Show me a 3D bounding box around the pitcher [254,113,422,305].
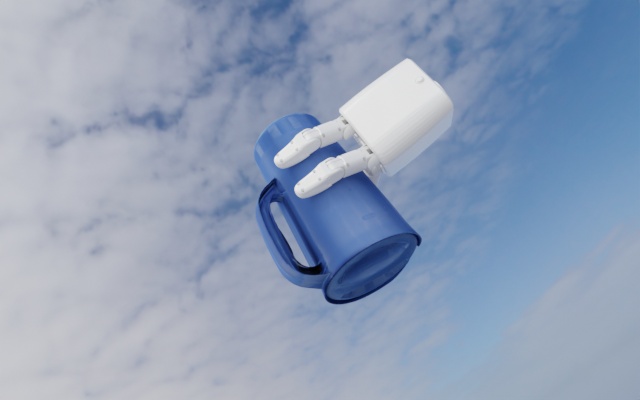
[{"bbox_3d":[0.000,0.002,0.608,0.145,0.242,0.149,-38,-31,7],"label":"pitcher"}]
